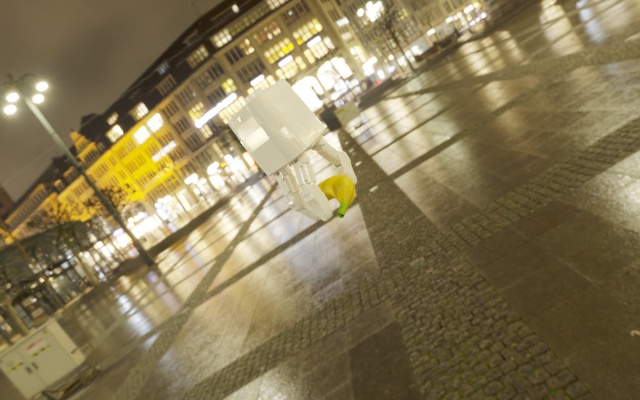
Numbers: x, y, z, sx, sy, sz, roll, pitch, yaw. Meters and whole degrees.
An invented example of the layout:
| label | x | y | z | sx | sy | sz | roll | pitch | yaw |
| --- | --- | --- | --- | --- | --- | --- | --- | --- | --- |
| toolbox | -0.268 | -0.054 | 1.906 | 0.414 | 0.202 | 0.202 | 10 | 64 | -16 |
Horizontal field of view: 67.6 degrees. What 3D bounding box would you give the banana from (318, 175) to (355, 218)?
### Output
| label | x | y | z | sx | sy | sz | roll | pitch | yaw |
| --- | --- | --- | --- | --- | --- | --- | --- | --- | --- |
| banana | 0.014 | -0.011 | 0.775 | 0.037 | 0.069 | 0.198 | 45 | -11 | -12 |
